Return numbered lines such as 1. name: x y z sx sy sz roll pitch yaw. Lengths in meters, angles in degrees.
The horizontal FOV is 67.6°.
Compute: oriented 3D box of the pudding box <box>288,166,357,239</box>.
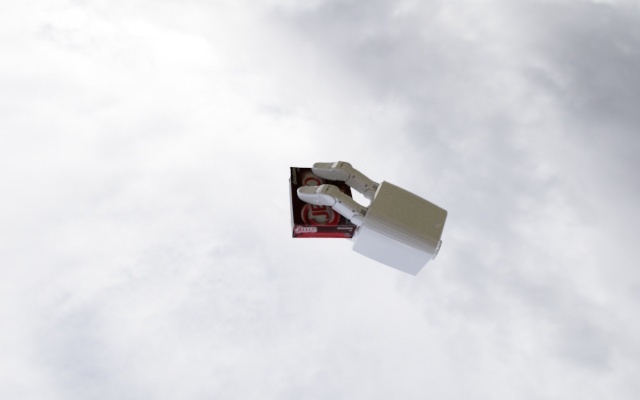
1. pudding box: 0.000 0.002 0.698 0.090 0.113 0.039 1 -42 -11
